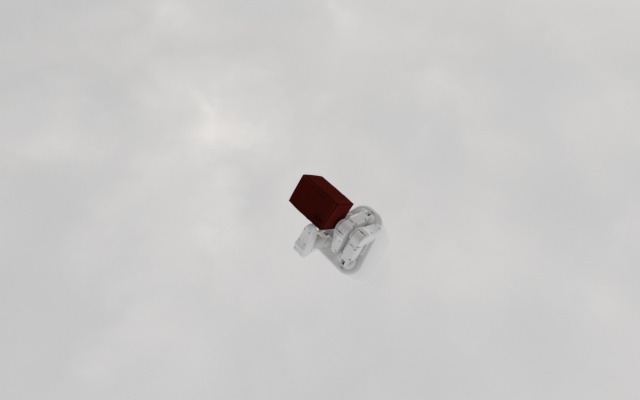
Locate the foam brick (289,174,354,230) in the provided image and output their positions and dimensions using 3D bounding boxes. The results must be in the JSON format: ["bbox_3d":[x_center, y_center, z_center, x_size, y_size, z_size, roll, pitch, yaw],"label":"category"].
[{"bbox_3d":[0.000,0.002,0.746,0.078,0.053,0.051,43,23,25],"label":"foam brick"}]
